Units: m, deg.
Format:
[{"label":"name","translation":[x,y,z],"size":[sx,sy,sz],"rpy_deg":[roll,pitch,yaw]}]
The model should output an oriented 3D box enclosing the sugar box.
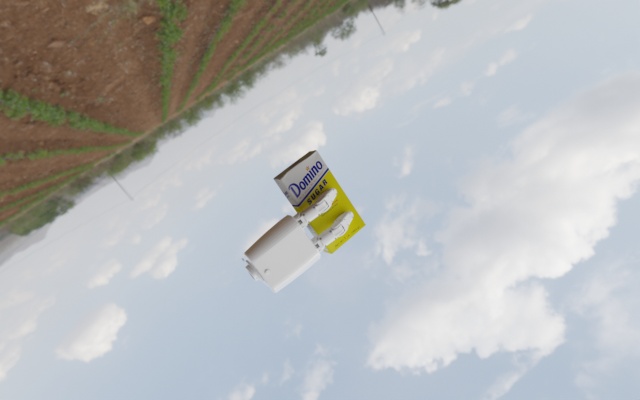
[{"label":"sugar box","translation":[0.000,0.003,0.898],"size":[0.093,0.176,0.048],"rpy_deg":[-39,17,-17]}]
